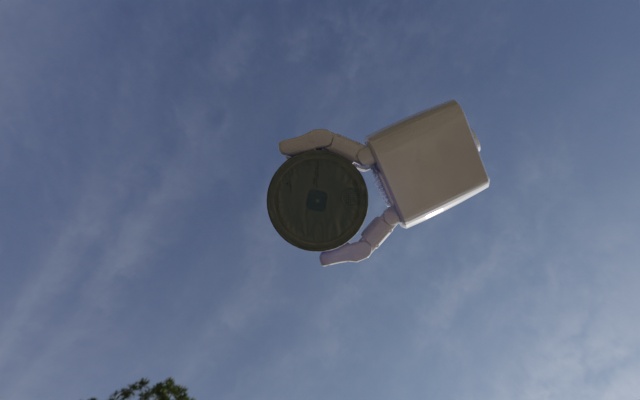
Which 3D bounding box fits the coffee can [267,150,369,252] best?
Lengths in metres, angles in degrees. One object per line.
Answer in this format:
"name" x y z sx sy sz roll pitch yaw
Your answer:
"coffee can" 0.000 0.002 0.546 0.103 0.103 0.140 0 -1 3
